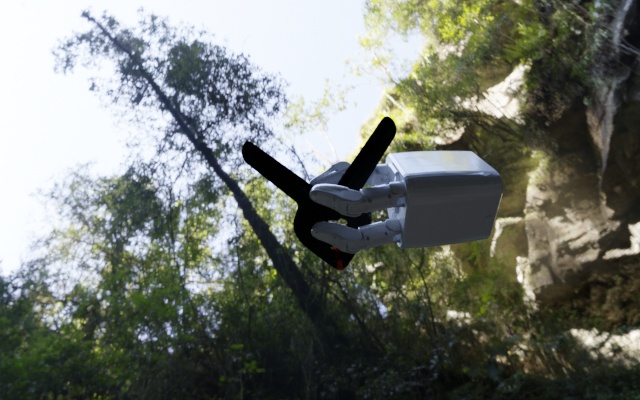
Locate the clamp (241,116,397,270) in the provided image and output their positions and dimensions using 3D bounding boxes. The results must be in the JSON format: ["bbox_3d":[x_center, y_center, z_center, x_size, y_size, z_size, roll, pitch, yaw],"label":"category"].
[{"bbox_3d":[0.000,0.002,0.557,0.164,0.210,0.036,-4,39,-3],"label":"clamp"}]
